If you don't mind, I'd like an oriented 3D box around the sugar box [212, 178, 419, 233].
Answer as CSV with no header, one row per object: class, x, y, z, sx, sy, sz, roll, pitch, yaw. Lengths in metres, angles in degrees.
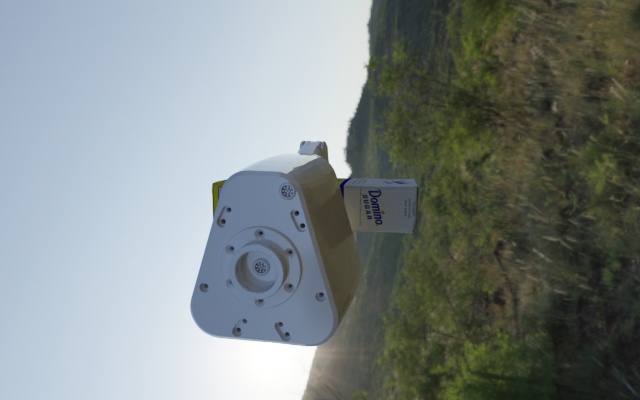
sugar box,0.000,0.002,0.442,0.176,0.048,0.093,4,7,10
